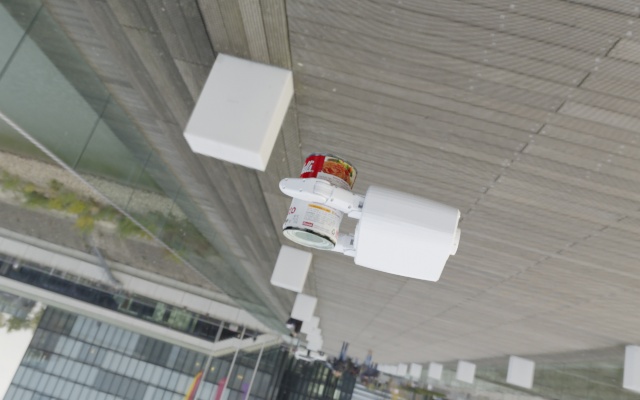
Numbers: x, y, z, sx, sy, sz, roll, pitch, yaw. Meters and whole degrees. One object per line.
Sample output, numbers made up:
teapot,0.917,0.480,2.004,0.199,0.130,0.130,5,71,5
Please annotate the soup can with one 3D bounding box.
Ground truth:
soup can,0.000,0.002,0.586,0.068,0.102,0.068,15,-19,5
